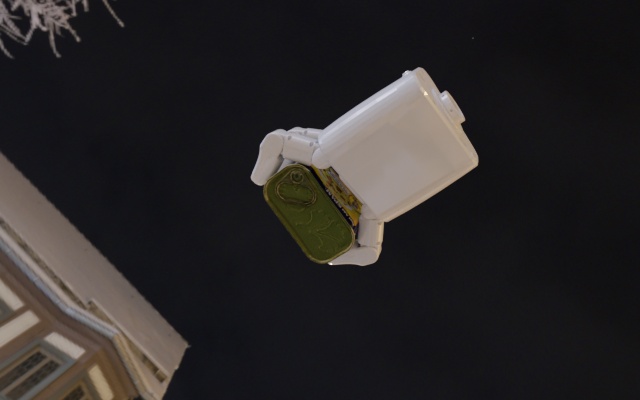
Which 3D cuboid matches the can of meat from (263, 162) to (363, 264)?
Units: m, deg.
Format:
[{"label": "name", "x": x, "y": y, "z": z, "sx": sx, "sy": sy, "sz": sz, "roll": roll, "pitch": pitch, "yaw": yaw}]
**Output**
[{"label": "can of meat", "x": 0.000, "y": 0.002, "z": 0.499, "sx": 0.057, "sy": 0.102, "sz": 0.084, "roll": -35, "pitch": 5, "yaw": 25}]
